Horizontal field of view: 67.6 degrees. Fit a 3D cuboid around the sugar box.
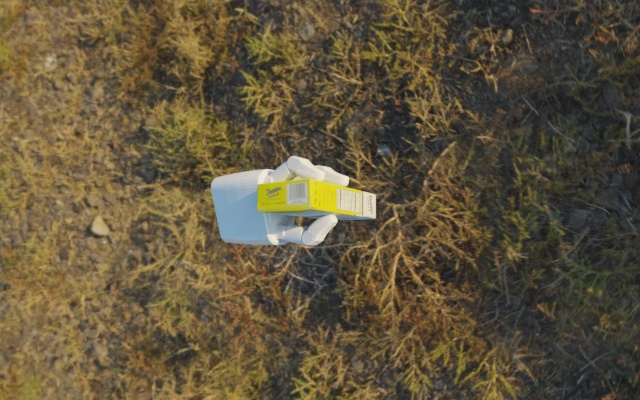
[{"bbox_3d":[0.000,0.002,0.698,0.093,0.048,0.176,-3,-5,34],"label":"sugar box"}]
